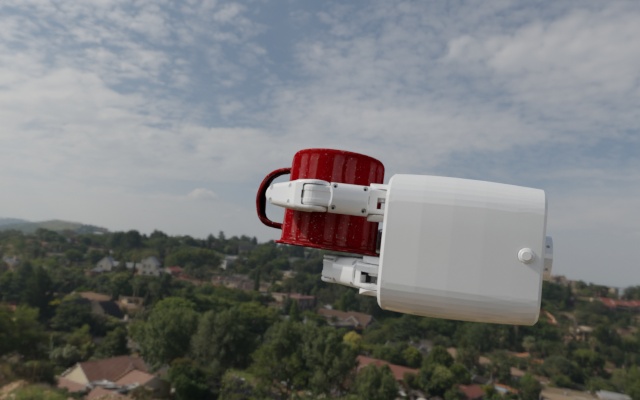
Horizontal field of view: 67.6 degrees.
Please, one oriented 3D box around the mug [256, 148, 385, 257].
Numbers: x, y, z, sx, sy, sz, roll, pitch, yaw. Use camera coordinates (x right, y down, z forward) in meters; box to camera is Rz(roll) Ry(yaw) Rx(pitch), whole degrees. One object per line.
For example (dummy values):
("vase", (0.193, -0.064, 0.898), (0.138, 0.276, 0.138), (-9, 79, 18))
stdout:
("mug", (-0.001, 0.001, 0.419), (0.117, 0.081, 0.093), (6, -6, 16))
